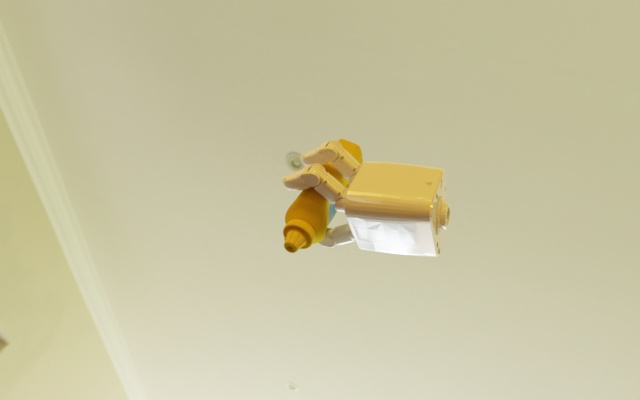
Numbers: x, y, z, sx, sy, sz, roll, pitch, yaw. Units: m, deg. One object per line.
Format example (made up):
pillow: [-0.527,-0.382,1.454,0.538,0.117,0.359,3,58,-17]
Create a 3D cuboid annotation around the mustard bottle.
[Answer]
mustard bottle: [0.000,0.002,0.649,0.058,0.096,0.191,25,44,8]
